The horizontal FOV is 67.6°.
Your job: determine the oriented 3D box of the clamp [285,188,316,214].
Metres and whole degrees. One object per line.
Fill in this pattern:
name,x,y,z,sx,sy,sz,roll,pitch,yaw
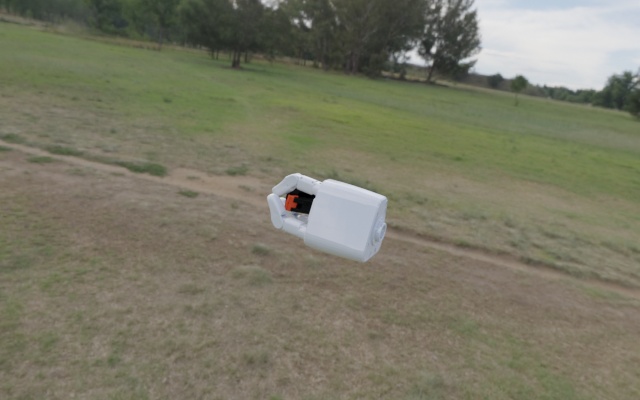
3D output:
clamp,0.000,0.002,0.876,0.120,0.039,0.171,17,16,21
